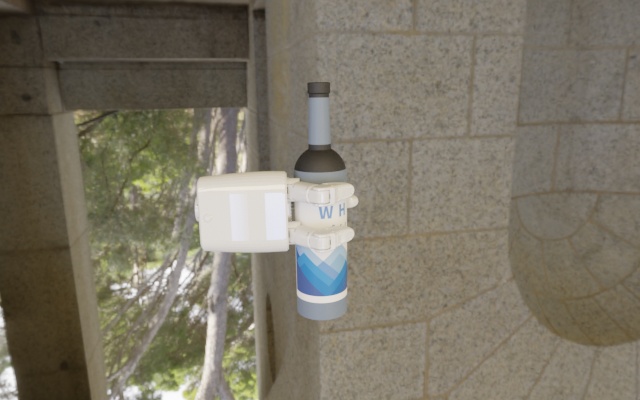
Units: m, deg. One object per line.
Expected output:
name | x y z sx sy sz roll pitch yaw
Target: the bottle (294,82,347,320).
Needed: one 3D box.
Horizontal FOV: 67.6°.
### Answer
bottle | 0.000 0.002 0.605 0.069 0.296 0.069 -1 13 0
